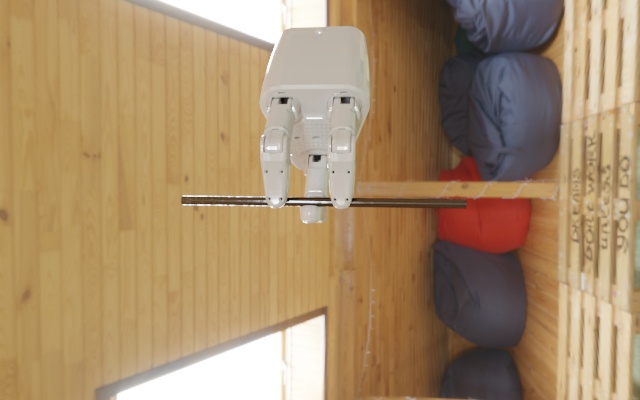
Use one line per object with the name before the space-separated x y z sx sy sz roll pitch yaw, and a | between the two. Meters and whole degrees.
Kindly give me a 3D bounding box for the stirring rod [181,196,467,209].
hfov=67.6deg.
stirring rod | 0.000 0.001 0.404 0.239 0.011 0.011 1 0 5
